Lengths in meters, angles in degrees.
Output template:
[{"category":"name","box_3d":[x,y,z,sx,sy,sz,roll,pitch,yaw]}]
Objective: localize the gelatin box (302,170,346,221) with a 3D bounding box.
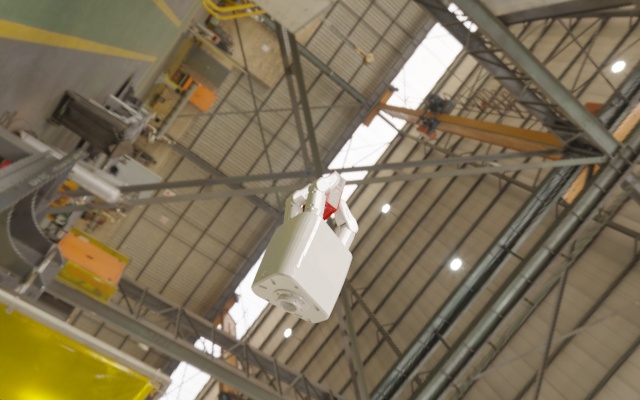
[{"category":"gelatin box","box_3d":[0.001,0.003,0.753,0.073,0.030,0.089,-40,18,34]}]
